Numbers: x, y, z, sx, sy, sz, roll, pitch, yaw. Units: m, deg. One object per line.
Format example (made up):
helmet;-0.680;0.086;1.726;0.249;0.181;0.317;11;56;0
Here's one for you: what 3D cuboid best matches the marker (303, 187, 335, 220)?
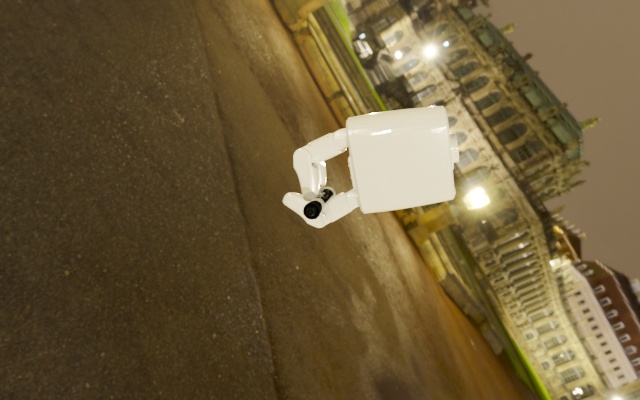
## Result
marker;0.000;0.002;0.560;0.020;0.020;0.121;0;10;10
